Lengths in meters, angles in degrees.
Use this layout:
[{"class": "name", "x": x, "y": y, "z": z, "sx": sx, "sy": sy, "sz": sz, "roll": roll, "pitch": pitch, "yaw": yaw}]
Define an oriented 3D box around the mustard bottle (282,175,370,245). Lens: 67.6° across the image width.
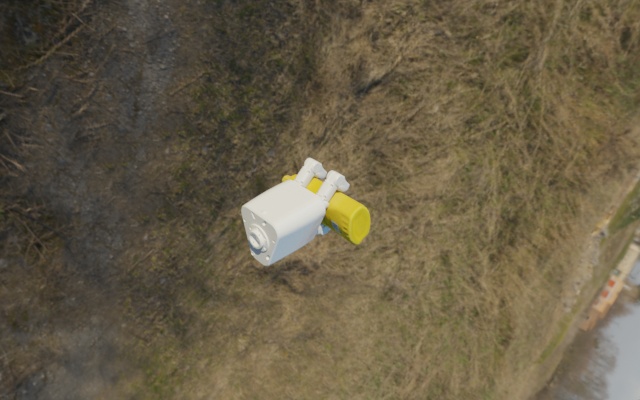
[{"class": "mustard bottle", "x": 0.001, "y": 0.003, "z": 0.872, "sx": 0.191, "sy": 0.058, "sz": 0.096, "roll": 32, "pitch": -21, "yaw": 31}]
